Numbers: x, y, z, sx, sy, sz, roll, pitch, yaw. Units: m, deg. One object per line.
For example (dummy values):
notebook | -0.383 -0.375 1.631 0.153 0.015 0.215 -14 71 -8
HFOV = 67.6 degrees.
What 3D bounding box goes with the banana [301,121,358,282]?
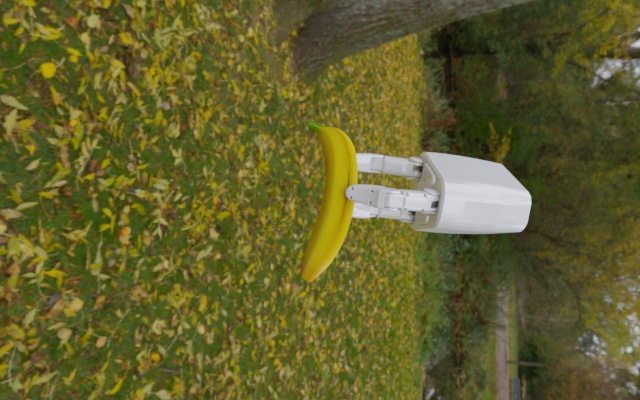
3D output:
banana | 0.012 -0.004 0.558 0.037 0.197 0.069 15 -17 -37
